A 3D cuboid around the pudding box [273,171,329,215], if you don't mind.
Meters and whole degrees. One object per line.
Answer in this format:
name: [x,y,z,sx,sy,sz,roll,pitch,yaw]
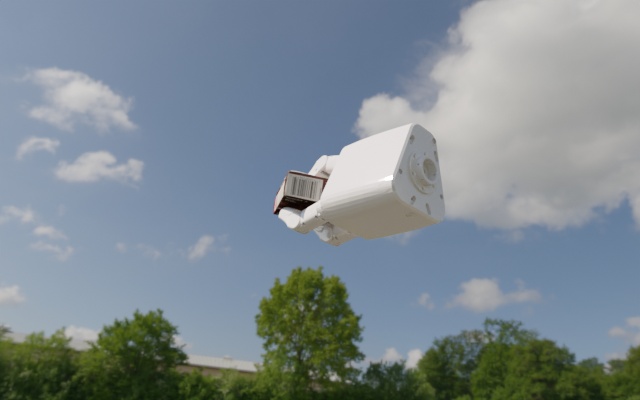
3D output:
pudding box: [0.000,0.002,0.634,0.113,0.039,0.090,14,-20,-10]
